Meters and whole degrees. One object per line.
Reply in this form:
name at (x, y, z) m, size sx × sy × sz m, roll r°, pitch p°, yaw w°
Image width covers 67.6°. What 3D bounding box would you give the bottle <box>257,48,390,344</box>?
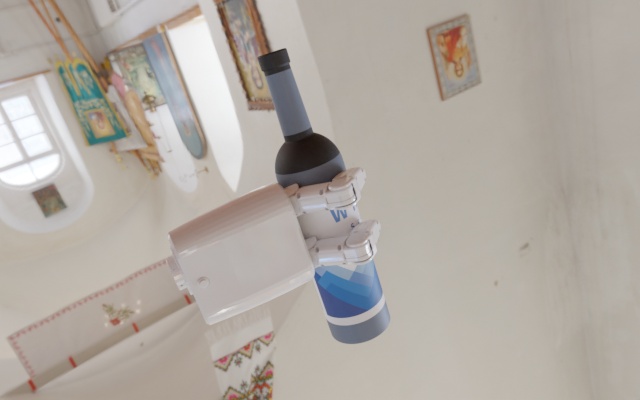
bottle at (0.000, 0.002, 0.470) m, size 0.069 × 0.296 × 0.069 m, roll -16°, pitch 19°, yaw 6°
